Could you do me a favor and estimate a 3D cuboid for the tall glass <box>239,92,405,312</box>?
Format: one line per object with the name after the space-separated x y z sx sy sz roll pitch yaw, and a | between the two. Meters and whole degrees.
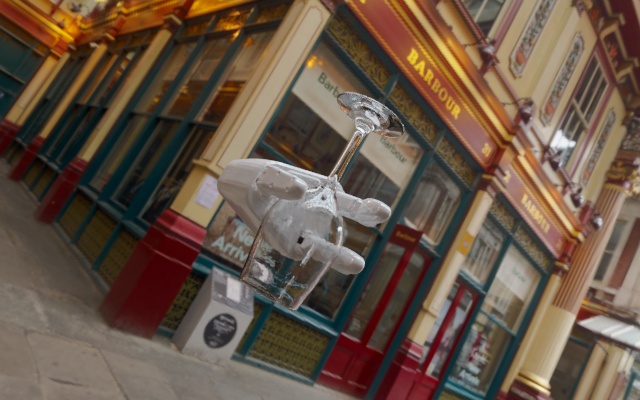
0.000 0.001 0.453 0.079 0.201 0.079 29 -9 5 | tall glass
